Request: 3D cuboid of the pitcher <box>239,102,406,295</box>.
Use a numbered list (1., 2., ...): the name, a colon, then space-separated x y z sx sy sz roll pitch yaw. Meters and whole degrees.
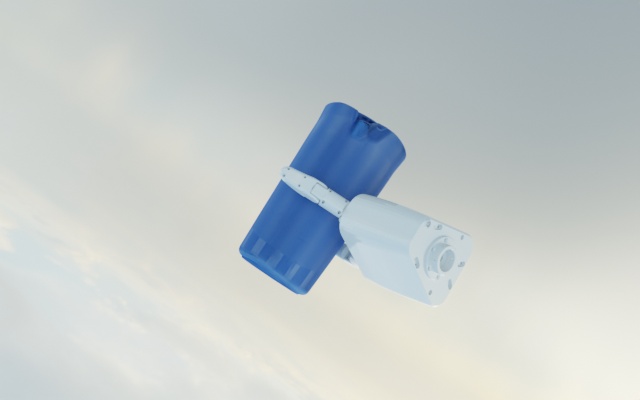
1. pitcher: 0.000 0.002 0.653 0.145 0.243 0.149 20 -19 48
